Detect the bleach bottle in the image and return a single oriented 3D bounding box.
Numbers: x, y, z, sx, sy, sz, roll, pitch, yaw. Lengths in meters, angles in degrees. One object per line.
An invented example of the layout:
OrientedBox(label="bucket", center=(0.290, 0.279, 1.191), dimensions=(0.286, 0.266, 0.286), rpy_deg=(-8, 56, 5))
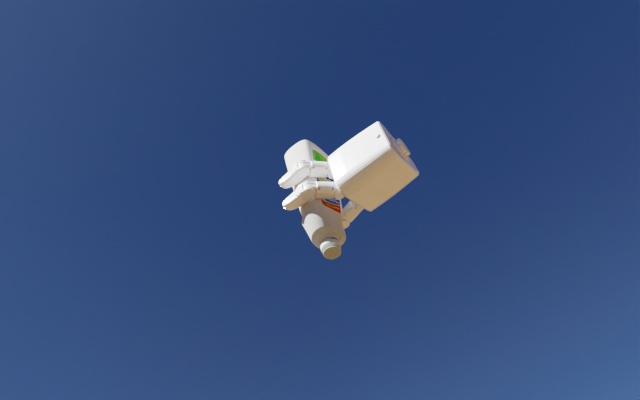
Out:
OrientedBox(label="bleach bottle", center=(0.000, 0.003, 0.817), dimensions=(0.068, 0.250, 0.103), rpy_deg=(-37, -51, 18))
